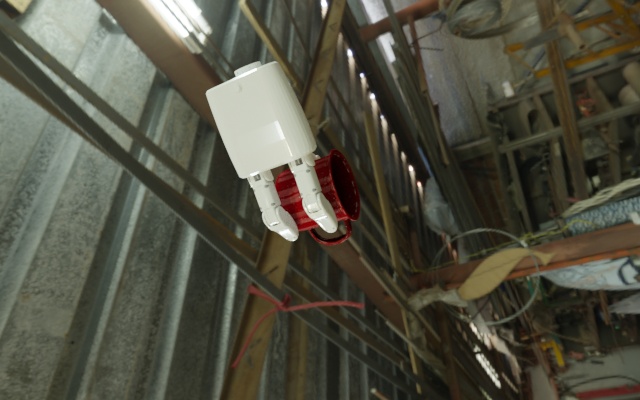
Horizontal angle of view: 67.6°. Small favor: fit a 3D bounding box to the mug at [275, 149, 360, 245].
[{"bbox_3d":[0.000,0.003,0.611,0.081,0.117,0.093,-17,12,21],"label":"mug"}]
